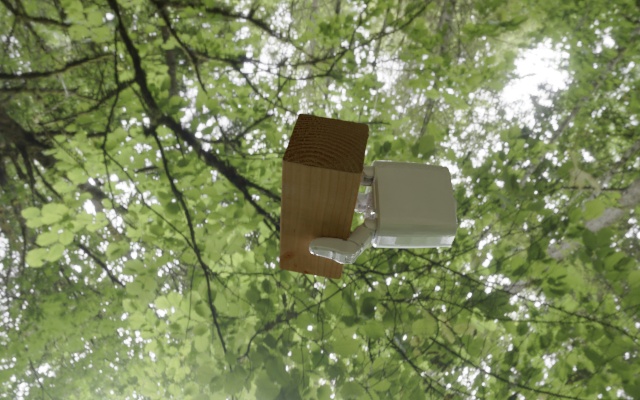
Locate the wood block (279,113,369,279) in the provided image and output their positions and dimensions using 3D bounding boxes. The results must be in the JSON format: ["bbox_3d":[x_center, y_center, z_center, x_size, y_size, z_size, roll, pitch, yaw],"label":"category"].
[{"bbox_3d":[0.000,0.002,0.620,0.090,0.090,0.206,10,-43,3],"label":"wood block"}]
